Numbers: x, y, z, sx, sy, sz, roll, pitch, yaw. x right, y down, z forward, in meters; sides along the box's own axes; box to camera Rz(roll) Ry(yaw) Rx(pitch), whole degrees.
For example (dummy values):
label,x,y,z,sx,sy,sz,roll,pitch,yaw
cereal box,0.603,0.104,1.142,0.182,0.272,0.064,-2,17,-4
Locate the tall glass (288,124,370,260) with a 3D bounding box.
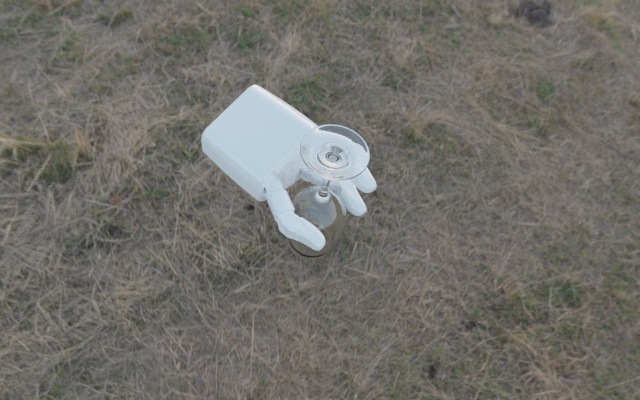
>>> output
label,x,y,z,sx,sy,sz,roll,pitch,yaw
tall glass,0.000,0.002,0.581,0.079,0.079,0.201,0,-33,-10
